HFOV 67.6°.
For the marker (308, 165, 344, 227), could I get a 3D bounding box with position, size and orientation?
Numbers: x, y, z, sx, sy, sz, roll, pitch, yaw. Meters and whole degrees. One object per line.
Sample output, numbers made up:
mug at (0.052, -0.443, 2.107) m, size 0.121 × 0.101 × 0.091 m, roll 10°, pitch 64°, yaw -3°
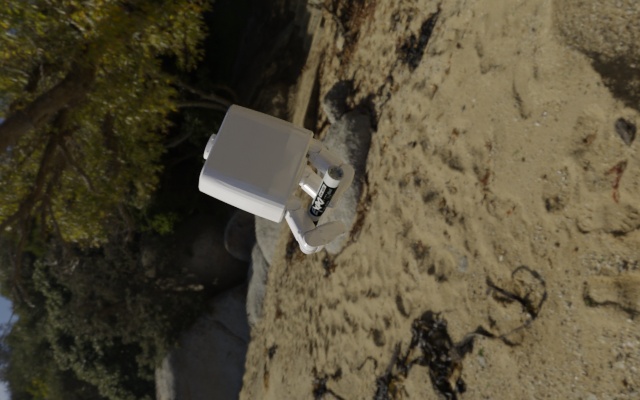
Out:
marker at (0.000, 0.002, 0.544) m, size 0.020 × 0.020 × 0.121 m, roll 0°, pitch -31°, yaw -18°
